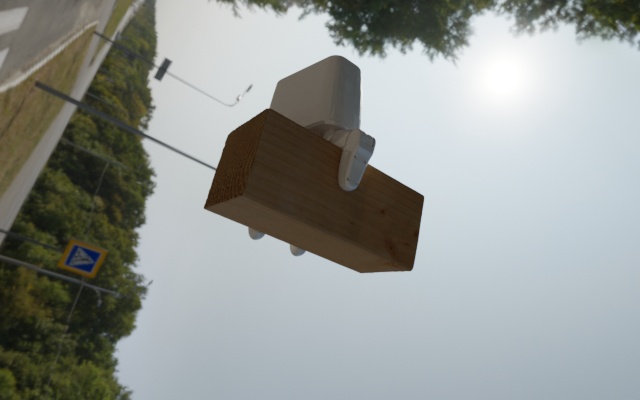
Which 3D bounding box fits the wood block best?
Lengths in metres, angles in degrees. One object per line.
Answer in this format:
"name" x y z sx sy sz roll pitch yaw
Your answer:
"wood block" 0.000 0.001 0.496 0.206 0.090 0.091 25 -23 -29
